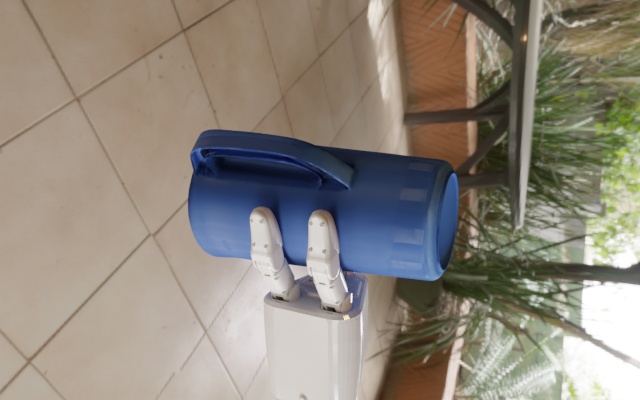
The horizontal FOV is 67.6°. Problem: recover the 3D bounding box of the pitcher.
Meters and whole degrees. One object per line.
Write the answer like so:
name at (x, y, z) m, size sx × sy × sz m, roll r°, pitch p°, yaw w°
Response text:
pitcher at (0.000, 0.002, 0.460) m, size 0.243 × 0.145 × 0.149 m, roll 6°, pitch 15°, yaw 25°
